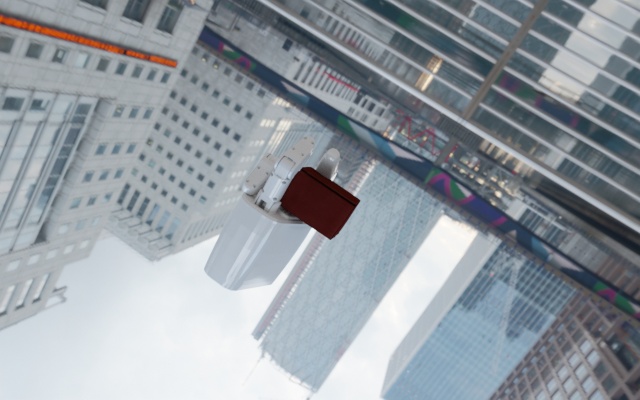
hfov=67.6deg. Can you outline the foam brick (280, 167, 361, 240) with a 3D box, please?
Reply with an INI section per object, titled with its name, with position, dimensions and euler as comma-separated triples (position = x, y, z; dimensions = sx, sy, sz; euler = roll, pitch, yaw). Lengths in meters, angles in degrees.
[foam brick]
position = 0.000, 0.002, 0.561
dimensions = 0.078, 0.051, 0.053
euler = 34, 11, 8
